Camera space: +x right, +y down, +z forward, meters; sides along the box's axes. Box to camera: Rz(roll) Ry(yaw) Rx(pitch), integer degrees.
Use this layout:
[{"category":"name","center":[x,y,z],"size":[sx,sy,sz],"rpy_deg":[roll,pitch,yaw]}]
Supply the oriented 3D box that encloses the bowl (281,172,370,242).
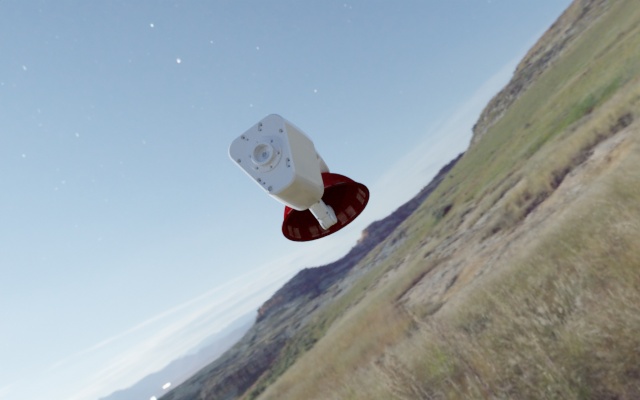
[{"category":"bowl","center":[0.000,0.003,0.809],"size":[0.162,0.055,0.162],"rpy_deg":[-20,-30,-13]}]
